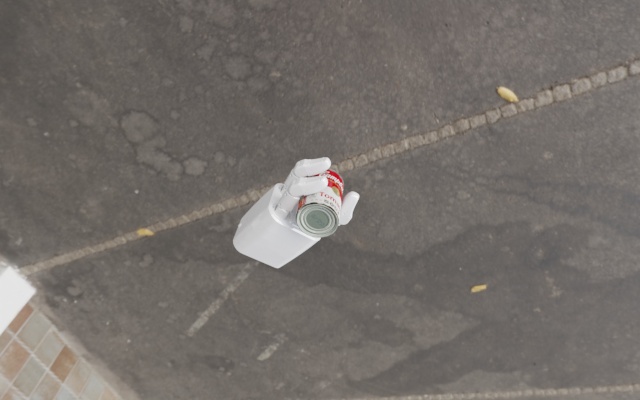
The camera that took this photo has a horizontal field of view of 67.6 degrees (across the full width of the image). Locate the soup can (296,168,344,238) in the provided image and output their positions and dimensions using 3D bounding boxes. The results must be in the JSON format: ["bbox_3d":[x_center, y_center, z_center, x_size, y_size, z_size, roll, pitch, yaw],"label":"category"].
[{"bbox_3d":[0.001,0.002,0.762,0.068,0.069,0.102,0,35,8],"label":"soup can"}]
